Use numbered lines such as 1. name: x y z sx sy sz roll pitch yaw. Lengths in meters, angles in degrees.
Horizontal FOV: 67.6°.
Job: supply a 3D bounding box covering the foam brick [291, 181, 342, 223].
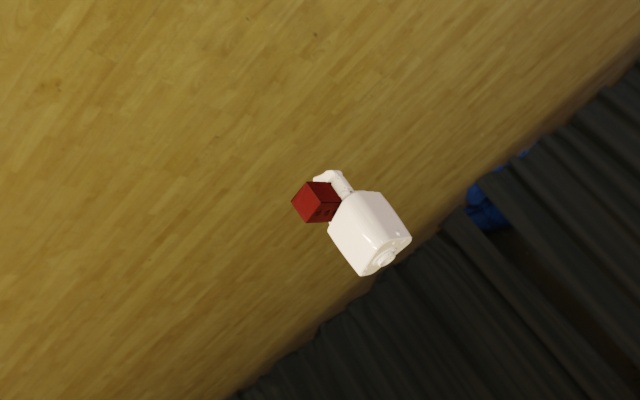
1. foam brick: 0.000 0.003 0.829 0.078 0.051 0.053 -1 -41 -47
